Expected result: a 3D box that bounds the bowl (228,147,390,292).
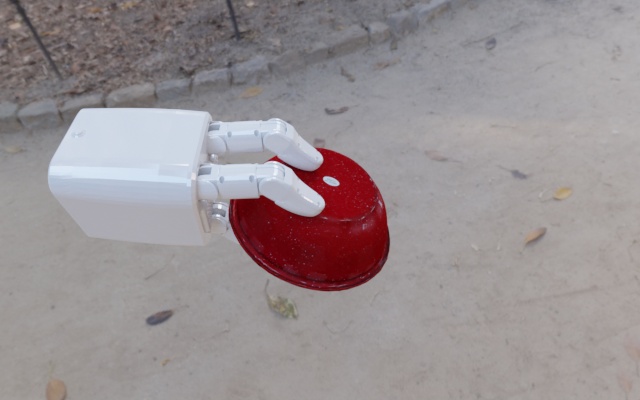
[{"bbox_3d":[0.001,0.001,0.443,0.162,0.162,0.055,0,-42,-25],"label":"bowl"}]
